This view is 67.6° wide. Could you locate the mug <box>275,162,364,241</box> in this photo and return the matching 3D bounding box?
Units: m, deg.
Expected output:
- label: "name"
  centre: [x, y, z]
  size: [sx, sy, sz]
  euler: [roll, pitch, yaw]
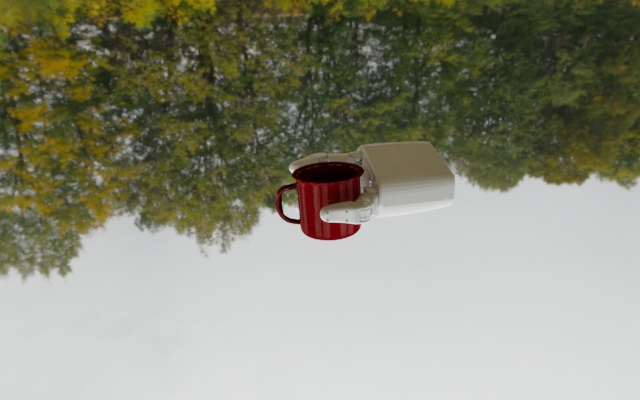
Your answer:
- label: "mug"
  centre: [-0.001, 0.002, 0.623]
  size: [0.117, 0.081, 0.093]
  euler: [-7, 21, -8]
